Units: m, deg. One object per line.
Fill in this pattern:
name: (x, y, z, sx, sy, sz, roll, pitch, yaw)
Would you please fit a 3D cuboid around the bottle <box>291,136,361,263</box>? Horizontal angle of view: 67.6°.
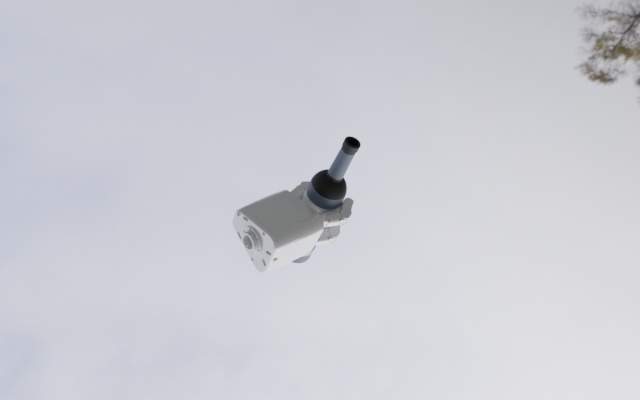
bottle: (0.000, 0.003, 0.852, 0.069, 0.069, 0.296, 0, -40, -27)
